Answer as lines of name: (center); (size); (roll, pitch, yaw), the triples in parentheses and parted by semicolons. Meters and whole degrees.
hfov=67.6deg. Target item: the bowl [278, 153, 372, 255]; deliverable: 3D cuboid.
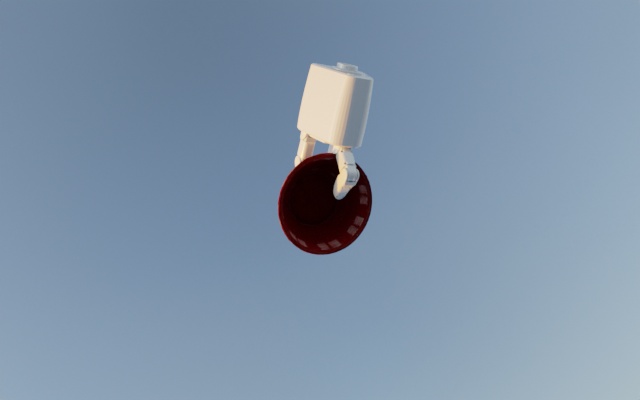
bowl: (-0.001, 0.004, 0.763); (0.162, 0.162, 0.055); (0, 9, -25)
